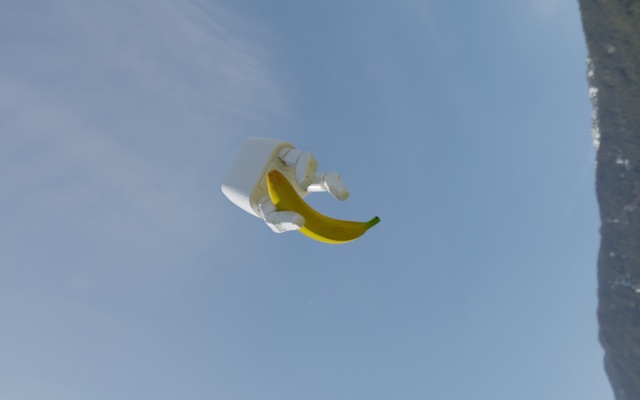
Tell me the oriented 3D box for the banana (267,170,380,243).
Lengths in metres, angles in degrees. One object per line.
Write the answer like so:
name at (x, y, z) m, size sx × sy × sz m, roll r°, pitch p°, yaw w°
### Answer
banana at (-0.006, 0.020, 0.679) m, size 0.198 × 0.069 × 0.037 m, roll 23°, pitch 6°, yaw -33°
